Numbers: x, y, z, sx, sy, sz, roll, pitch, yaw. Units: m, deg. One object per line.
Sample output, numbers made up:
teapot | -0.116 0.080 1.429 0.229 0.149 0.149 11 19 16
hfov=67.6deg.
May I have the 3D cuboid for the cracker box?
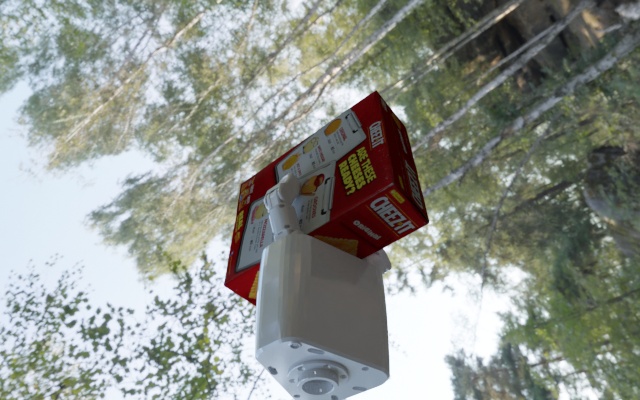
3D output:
cracker box | 0.000 0.002 0.520 0.214 0.164 0.072 -31 -55 25
